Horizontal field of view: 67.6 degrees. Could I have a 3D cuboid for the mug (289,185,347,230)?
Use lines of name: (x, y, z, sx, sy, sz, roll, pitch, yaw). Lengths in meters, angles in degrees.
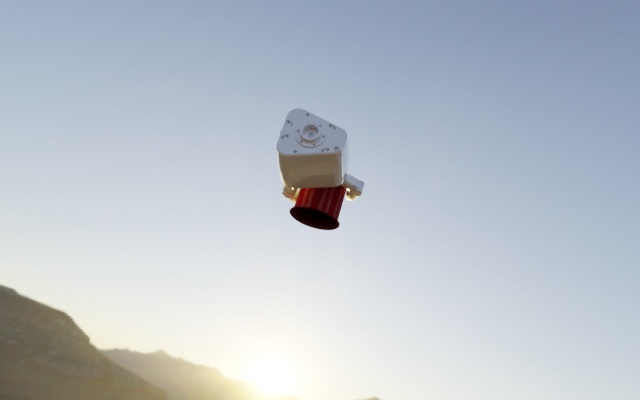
mug: (0.000, 0.003, 0.877, 0.093, 0.081, 0.117, 14, -24, 8)
